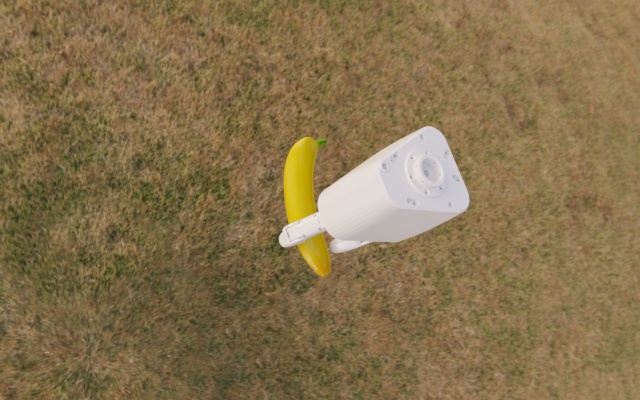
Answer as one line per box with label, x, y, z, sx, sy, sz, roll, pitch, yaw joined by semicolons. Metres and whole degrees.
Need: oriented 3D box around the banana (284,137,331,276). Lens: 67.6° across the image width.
banana;-0.016;-0.005;0.604;0.069;0.197;0.037;14;-27;-30
